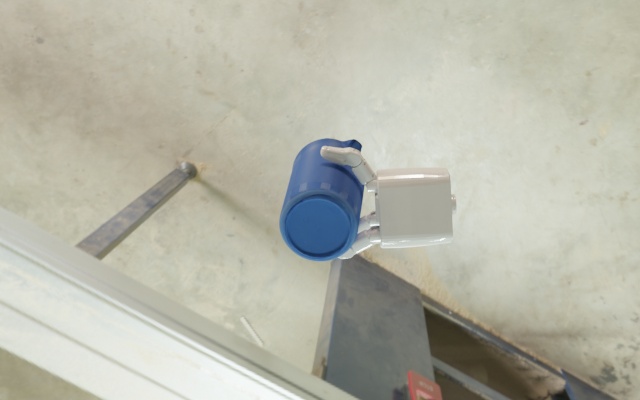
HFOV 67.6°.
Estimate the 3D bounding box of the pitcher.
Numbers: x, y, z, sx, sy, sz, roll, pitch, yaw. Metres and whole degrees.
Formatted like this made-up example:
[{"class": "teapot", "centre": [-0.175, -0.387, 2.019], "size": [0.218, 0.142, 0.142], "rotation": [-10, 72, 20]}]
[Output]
[{"class": "pitcher", "centre": [0.000, 0.002, 0.749], "size": [0.145, 0.149, 0.242], "rotation": [-3, 21, 7]}]
